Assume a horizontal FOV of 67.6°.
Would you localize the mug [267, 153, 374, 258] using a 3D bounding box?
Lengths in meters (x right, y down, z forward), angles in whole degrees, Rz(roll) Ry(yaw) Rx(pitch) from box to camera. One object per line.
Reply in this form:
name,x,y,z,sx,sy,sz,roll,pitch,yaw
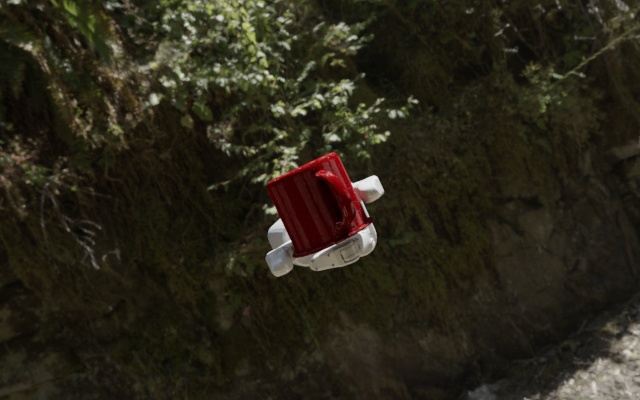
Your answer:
mug,0.000,0.001,0.481,0.093,0.081,0.117,-26,4,-18
